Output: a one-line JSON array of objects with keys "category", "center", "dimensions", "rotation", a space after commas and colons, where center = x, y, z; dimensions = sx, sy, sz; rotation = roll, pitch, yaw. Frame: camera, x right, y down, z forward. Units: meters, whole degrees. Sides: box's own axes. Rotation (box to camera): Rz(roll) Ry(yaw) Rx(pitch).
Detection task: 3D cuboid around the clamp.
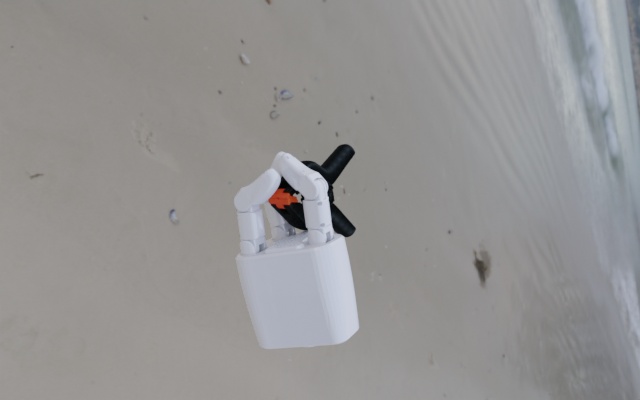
[{"category": "clamp", "center": [0.001, 0.002, 0.568], "dimensions": [0.039, 0.120, 0.171], "rotation": [-5, 10, 34]}]
